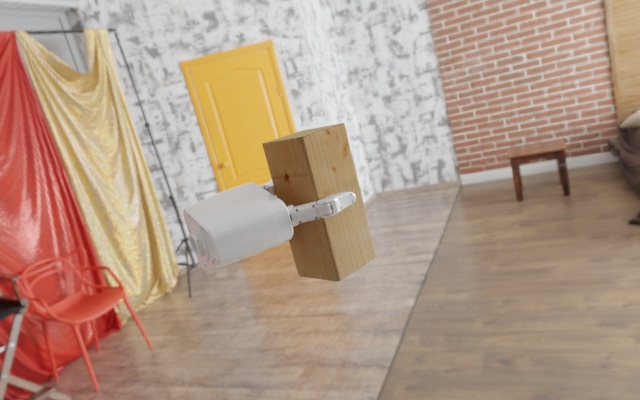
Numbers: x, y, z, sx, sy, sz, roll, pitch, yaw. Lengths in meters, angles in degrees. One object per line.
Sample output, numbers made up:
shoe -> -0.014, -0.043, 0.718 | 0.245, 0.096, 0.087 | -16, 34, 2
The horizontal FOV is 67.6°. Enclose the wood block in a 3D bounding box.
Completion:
wood block -> 0.000, 0.002, 0.696 | 0.090, 0.206, 0.091 | -25, 16, -41
